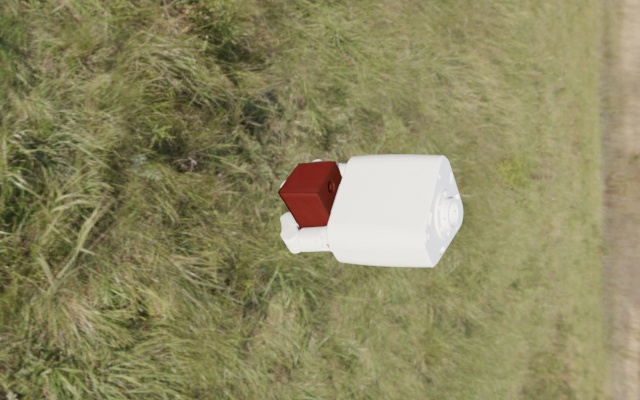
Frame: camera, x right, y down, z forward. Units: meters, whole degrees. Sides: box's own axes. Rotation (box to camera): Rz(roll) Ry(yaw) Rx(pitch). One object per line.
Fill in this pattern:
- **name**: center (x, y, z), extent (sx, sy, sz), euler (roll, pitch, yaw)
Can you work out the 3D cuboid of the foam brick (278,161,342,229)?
- **foam brick**: center (0.000, 0.002, 0.531), extent (0.051, 0.078, 0.053), euler (-1, 43, 34)
